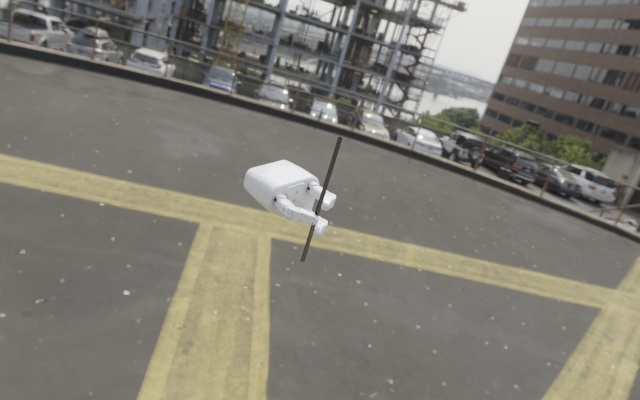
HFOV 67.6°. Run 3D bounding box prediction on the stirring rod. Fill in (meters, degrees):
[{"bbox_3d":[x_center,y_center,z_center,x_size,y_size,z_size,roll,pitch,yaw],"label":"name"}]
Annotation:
[{"bbox_3d":[0.000,0.003,0.846,0.011,0.239,0.011,15,18,-5],"label":"stirring rod"}]
